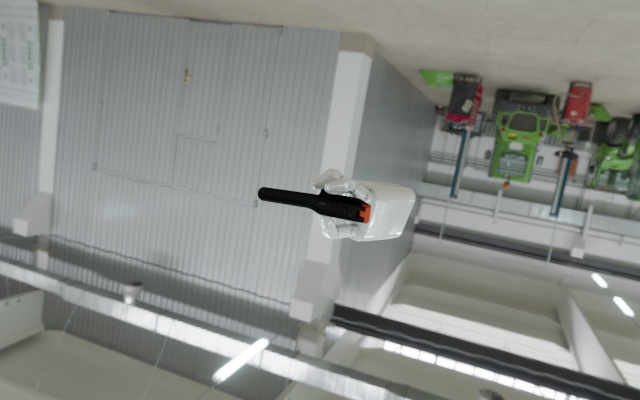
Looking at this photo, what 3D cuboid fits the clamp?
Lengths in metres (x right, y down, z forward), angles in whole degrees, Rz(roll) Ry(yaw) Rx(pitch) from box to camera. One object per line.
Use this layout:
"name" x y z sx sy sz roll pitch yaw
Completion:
"clamp" 0.001 0.004 0.836 0.164 0.036 0.210 -3 14 -35
